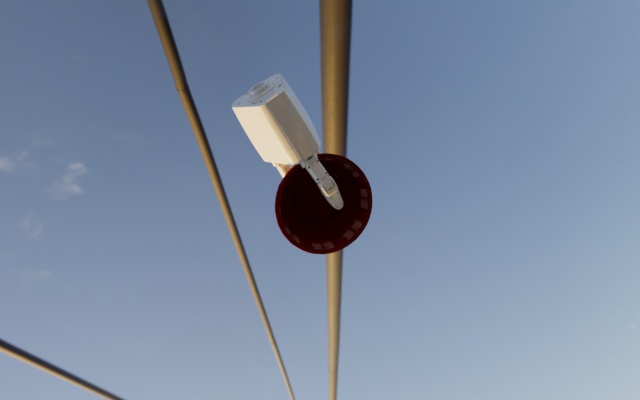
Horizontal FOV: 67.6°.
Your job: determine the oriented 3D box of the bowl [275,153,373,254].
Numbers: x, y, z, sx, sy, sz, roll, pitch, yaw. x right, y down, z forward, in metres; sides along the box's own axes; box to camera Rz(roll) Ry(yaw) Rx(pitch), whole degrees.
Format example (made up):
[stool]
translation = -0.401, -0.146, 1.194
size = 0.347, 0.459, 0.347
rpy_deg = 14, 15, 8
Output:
[bowl]
translation = 0.000, 0.004, 0.774
size = 0.162, 0.162, 0.055
rpy_deg = 0, 9, -17
